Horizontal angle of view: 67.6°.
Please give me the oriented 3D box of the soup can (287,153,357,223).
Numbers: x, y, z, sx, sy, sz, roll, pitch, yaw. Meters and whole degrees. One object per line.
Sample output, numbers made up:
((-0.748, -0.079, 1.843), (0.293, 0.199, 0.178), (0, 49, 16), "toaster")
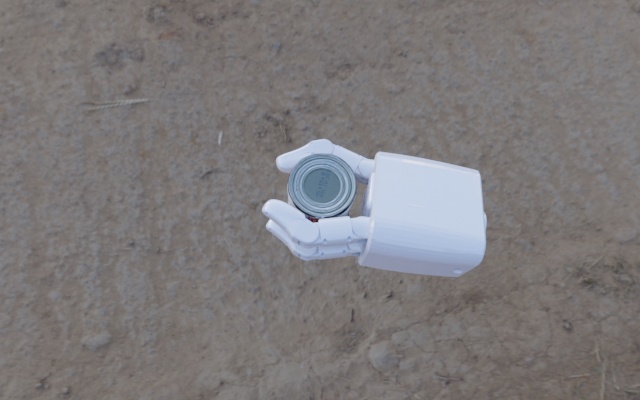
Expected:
((0.000, 0.001, 0.495), (0.068, 0.068, 0.102), (0, -19, -2), "soup can")
